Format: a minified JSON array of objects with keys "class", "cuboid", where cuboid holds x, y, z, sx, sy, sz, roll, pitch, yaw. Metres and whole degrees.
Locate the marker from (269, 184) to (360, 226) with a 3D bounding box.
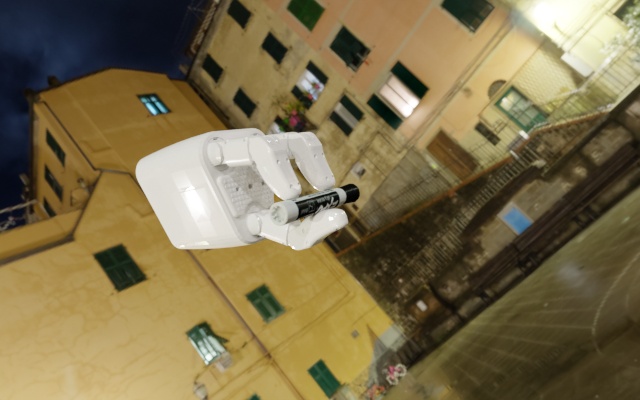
[{"class":"marker","cuboid":[0.000,0.001,0.424,0.020,0.020,0.121,0,9,34]}]
